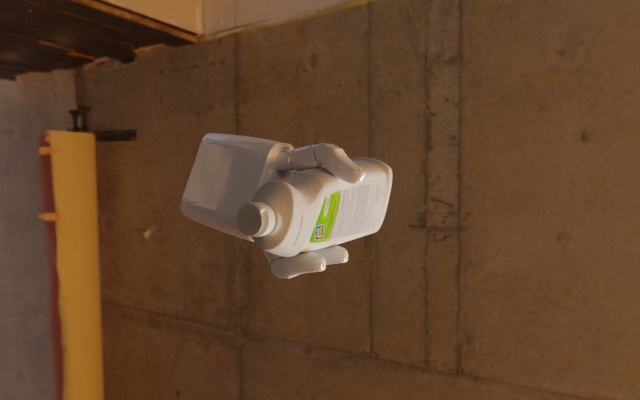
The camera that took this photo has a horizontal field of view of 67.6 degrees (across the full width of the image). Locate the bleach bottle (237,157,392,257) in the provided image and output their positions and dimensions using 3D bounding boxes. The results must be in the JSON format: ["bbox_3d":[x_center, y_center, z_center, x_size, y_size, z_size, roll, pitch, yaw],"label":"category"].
[{"bbox_3d":[0.000,0.002,0.524,0.068,0.102,0.251,14,10,28],"label":"bleach bottle"}]
